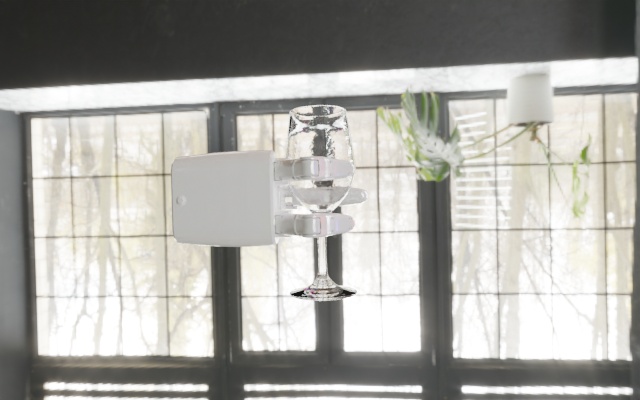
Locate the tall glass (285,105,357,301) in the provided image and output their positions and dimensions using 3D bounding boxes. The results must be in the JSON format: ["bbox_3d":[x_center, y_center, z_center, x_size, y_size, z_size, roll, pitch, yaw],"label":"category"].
[{"bbox_3d":[0.000,0.002,0.520,0.079,0.201,0.079,-1,0,0],"label":"tall glass"}]
